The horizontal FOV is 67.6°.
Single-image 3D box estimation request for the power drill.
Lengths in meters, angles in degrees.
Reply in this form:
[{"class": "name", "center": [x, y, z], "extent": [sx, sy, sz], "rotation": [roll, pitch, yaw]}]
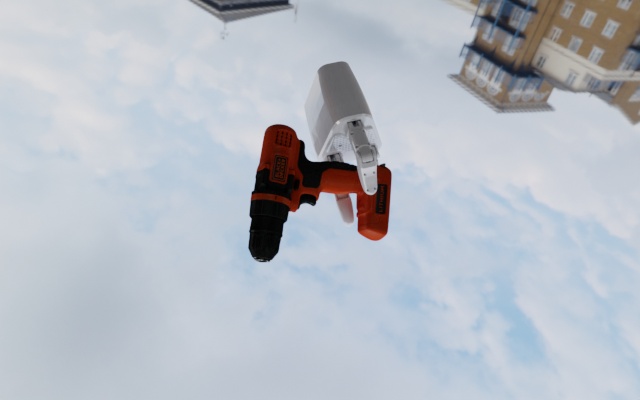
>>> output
[{"class": "power drill", "center": [0.001, 0.002, 0.640], "extent": [0.187, 0.184, 0.057], "rotation": [12, -15, -20]}]
